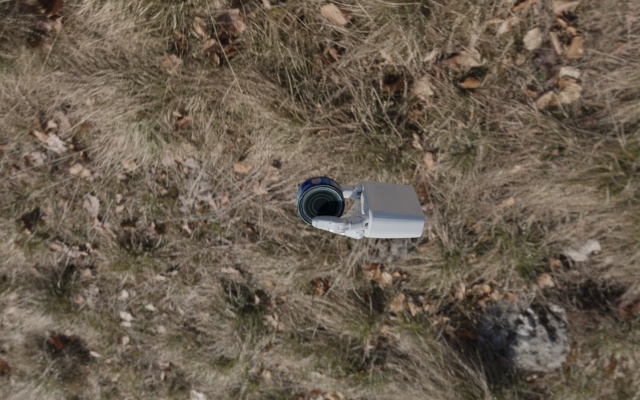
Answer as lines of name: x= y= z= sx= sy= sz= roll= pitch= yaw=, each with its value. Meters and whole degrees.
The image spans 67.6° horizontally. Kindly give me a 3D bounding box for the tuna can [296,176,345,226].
tuna can: x=0.000 y=0.003 z=0.840 sx=0.086 sy=0.086 sz=0.033 roll=0 pitch=28 yaw=-7
